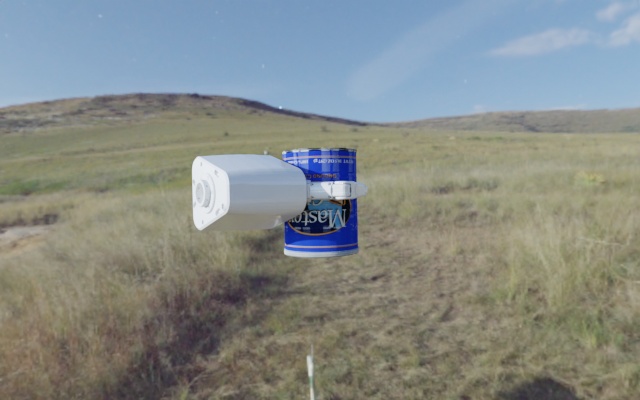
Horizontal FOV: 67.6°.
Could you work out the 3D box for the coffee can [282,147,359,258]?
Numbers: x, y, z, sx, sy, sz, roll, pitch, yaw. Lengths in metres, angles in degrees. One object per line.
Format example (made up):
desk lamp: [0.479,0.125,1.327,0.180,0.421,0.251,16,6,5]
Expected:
coffee can: [0.000,0.002,0.655,0.103,0.140,0.103,-1,1,0]
